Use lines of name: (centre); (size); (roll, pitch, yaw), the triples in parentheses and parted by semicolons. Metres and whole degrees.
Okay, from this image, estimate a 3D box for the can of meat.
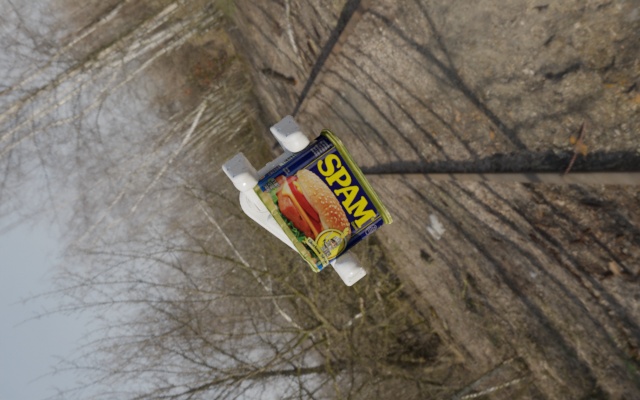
can of meat: (0.000, 0.002, 0.427); (0.084, 0.102, 0.057); (-36, 13, -4)
